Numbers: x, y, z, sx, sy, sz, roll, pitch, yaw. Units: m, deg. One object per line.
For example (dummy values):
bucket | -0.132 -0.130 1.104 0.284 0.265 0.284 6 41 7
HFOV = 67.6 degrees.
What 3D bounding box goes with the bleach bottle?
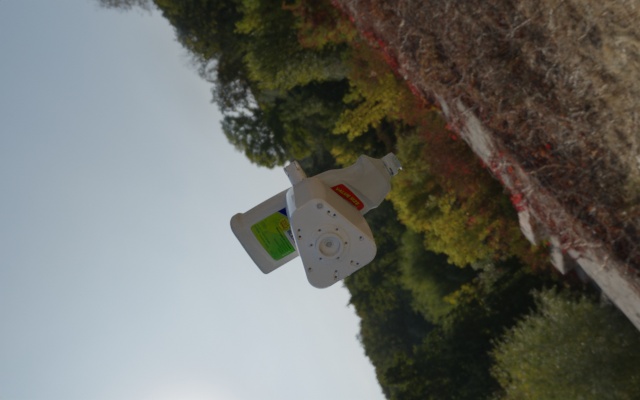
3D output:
bleach bottle | 0.000 0.002 0.695 0.251 0.102 0.068 -32 15 4
